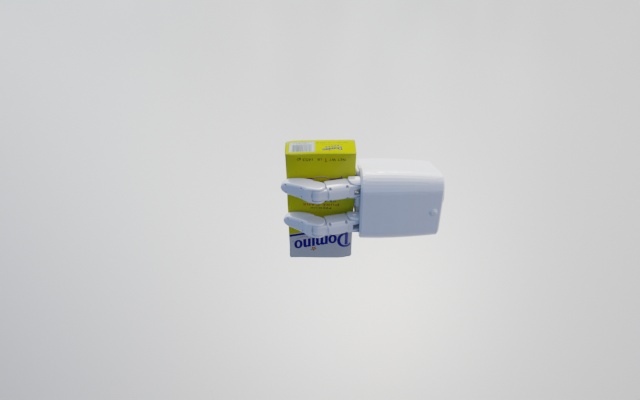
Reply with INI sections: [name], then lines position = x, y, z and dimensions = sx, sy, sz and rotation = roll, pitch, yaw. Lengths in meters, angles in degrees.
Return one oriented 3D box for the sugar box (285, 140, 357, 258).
[sugar box]
position = 0.000, 0.002, 0.663
dimensions = 0.093, 0.176, 0.048
rotation = 0, 33, 1
